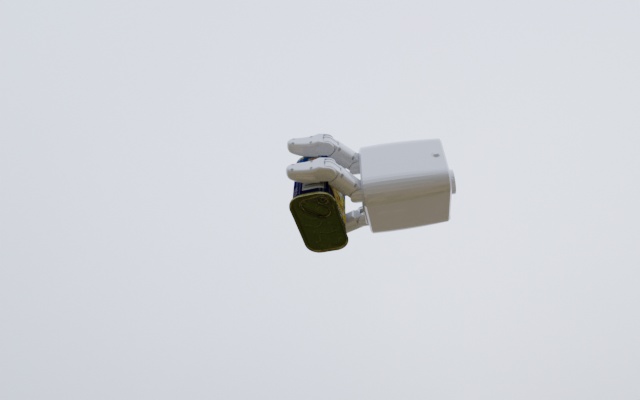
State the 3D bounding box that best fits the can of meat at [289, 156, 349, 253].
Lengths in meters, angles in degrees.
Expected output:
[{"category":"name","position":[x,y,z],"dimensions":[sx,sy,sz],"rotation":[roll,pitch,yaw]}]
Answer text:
[{"category":"can of meat","position":[0.000,0.002,0.616],"dimensions":[0.057,0.102,0.083],"rotation":[-11,42,12]}]
